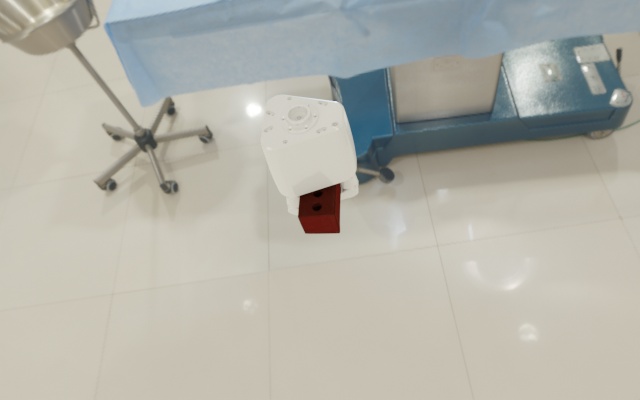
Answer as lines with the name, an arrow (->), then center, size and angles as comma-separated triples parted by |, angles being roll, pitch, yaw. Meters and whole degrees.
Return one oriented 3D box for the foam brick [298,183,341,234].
foam brick -> 0.000, 0.003, 0.679 | 0.053, 0.078, 0.051 | -3, -32, 9
